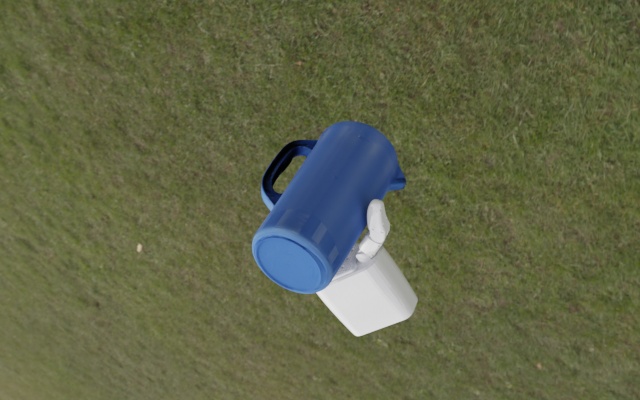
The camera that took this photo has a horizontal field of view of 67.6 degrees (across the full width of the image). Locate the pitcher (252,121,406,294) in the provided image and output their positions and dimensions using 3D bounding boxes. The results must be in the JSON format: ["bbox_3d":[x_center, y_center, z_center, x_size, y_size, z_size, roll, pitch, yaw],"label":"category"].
[{"bbox_3d":[0.000,0.002,0.652,0.149,0.145,0.242,-19,25,39],"label":"pitcher"}]
